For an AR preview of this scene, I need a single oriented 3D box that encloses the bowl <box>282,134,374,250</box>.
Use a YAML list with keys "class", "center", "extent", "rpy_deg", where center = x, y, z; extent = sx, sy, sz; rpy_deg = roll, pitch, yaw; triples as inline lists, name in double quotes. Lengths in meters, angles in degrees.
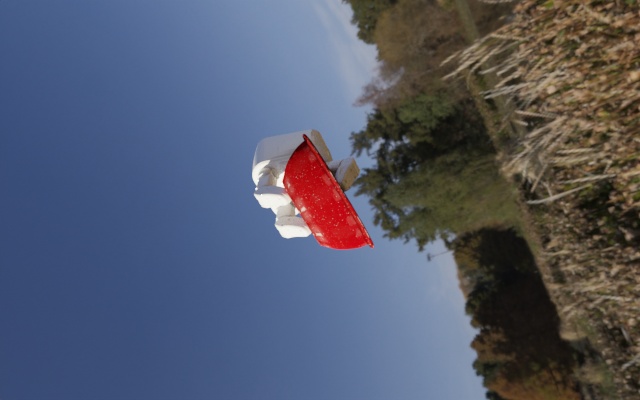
- class: "bowl"
  center: [0.000, 0.002, 0.578]
  extent: [0.055, 0.162, 0.162]
  rpy_deg: [-32, 0, -1]
